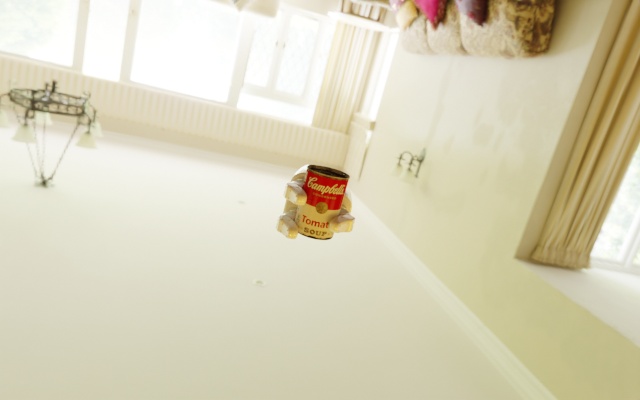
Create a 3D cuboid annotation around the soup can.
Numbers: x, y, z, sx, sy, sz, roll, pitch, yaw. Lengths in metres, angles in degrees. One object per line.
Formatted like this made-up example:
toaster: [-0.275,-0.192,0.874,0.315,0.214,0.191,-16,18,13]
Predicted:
soup can: [0.000,0.003,0.743,0.068,0.102,0.068,14,14,-4]
